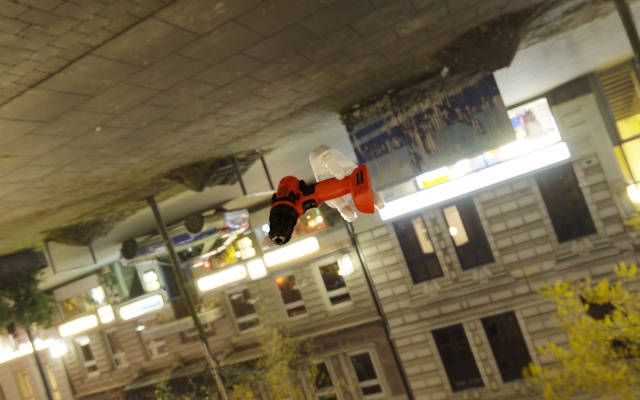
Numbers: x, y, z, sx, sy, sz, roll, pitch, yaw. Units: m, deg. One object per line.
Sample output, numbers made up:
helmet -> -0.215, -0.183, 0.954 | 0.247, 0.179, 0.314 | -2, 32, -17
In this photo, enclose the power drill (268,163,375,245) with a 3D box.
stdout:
power drill -> 0.001, 0.003, 0.856 | 0.187, 0.057, 0.184 | -10, 35, 10
